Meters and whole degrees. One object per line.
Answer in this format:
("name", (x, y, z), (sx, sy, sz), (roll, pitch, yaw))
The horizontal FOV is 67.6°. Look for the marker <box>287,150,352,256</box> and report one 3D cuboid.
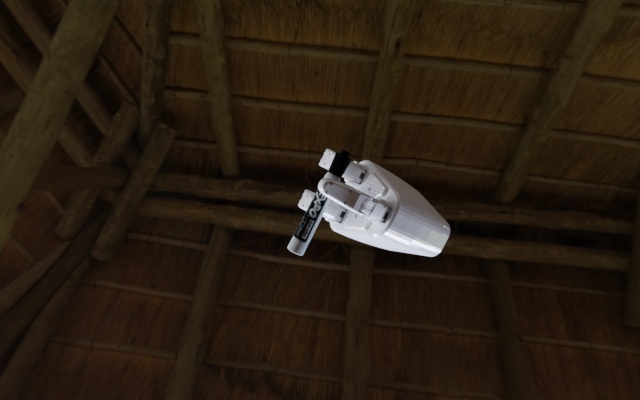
("marker", (0.000, 0.002, 0.509), (0.020, 0.121, 0.020), (27, 4, -2))
